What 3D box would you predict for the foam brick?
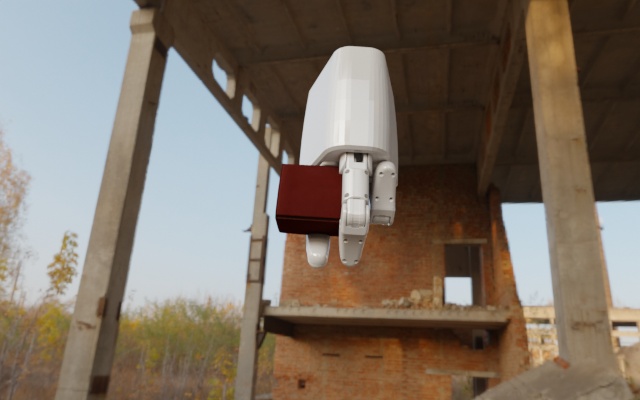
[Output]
[{"bbox_3d":[0.000,0.001,0.437,0.078,0.051,0.053,4,-19,-2],"label":"foam brick"}]
